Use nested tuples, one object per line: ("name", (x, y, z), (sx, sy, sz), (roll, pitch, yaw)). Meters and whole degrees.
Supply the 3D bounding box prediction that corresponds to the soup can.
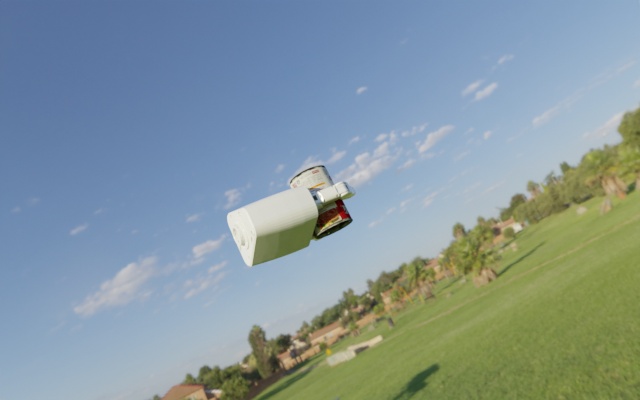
("soup can", (0.000, 0.002, 0.778), (0.068, 0.102, 0.068), (-25, -13, -6))
